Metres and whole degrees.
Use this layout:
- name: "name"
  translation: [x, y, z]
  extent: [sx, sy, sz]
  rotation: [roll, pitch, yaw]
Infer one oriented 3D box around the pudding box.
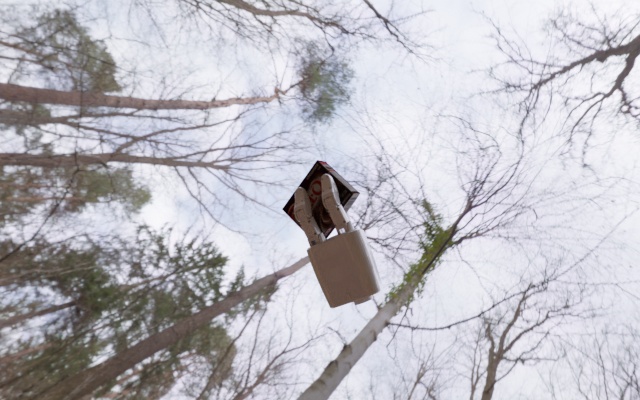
- name: "pudding box"
  translation: [0.000, 0.003, 0.811]
  extent: [0.090, 0.113, 0.039]
  rotation: [43, 17, 21]
